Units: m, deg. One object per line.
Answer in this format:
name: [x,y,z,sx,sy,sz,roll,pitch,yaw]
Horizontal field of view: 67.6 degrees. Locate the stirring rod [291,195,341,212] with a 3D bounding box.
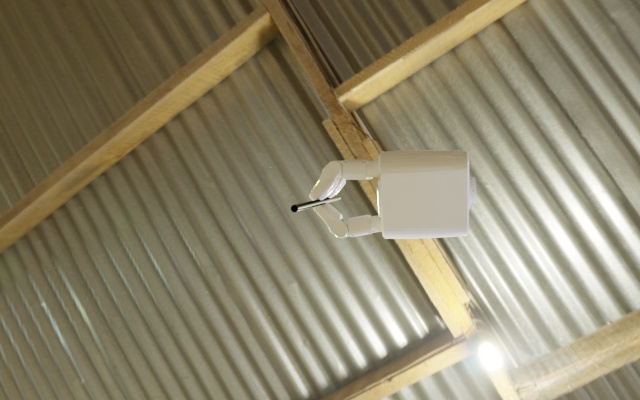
stirring rod: [0.000,0.002,0.614,0.011,0.011,0.239,0,3,13]
